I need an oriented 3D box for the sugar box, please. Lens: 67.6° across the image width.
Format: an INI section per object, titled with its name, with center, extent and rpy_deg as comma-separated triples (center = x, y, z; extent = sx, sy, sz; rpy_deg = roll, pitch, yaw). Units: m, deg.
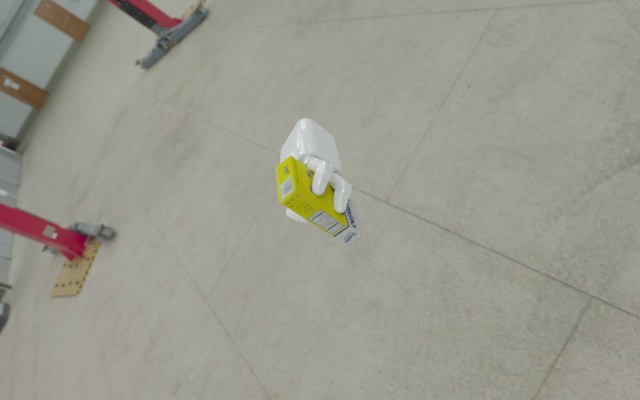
[sugar box]
center = 0.000, 0.002, 0.848
extent = 0.176, 0.093, 0.048
rpy_deg = 31, -57, -34
